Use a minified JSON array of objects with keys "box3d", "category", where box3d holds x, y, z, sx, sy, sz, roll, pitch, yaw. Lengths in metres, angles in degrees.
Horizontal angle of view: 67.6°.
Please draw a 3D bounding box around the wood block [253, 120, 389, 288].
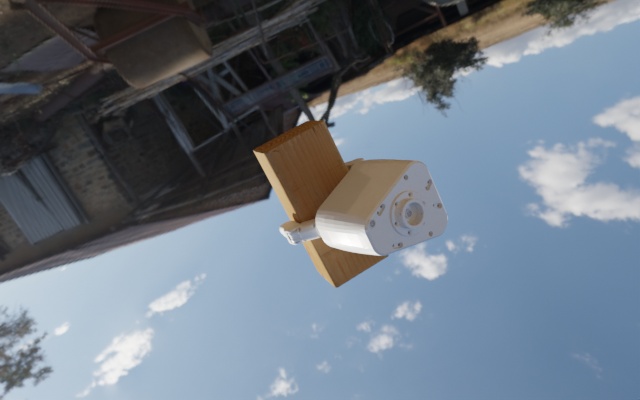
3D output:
[{"box3d":[0.000,0.002,0.659,0.091,0.206,0.090,-30,16,-11],"category":"wood block"}]
